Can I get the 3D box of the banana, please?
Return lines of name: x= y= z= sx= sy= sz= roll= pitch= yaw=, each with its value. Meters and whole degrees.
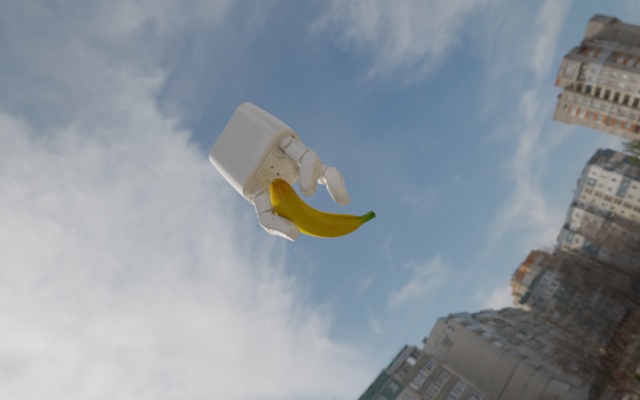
banana: x=-0.008 y=0.017 z=0.652 sx=0.198 sy=0.070 sz=0.037 roll=17 pitch=25 yaw=-46
